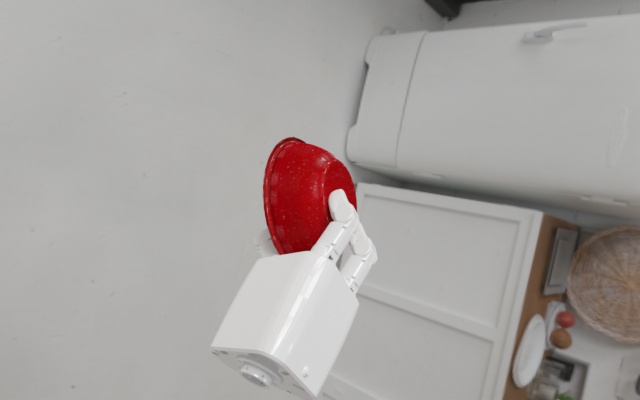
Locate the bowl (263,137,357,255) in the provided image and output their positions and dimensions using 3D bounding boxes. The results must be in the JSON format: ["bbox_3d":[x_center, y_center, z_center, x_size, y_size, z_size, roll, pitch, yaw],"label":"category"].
[{"bbox_3d":[0.001,0.001,0.557,0.055,0.162,0.162,-8,-4,27],"label":"bowl"}]
